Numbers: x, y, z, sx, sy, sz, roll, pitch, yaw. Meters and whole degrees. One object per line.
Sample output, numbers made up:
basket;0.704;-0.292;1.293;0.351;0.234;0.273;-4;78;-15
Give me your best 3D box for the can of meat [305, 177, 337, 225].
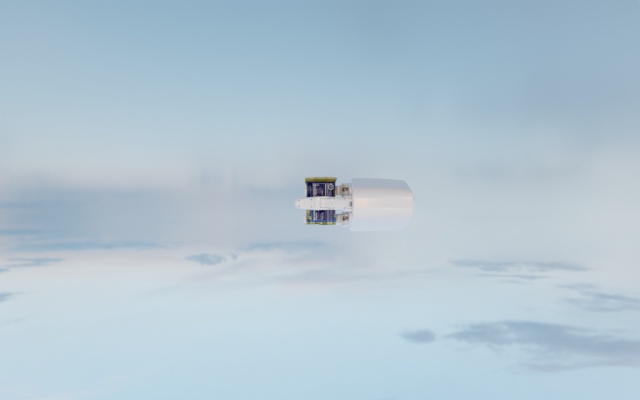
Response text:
can of meat;0.000;0.003;0.873;0.057;0.084;0.102;-1;-2;-2
